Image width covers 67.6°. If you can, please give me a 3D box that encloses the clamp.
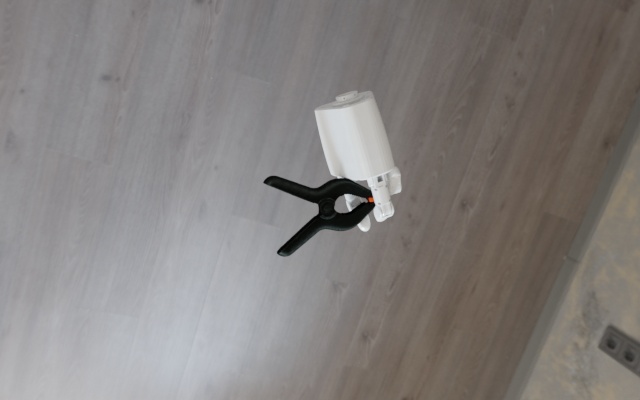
[{"bbox_3d":[0.000,0.002,0.702,0.171,0.120,0.039,-20,17,-7],"label":"clamp"}]
